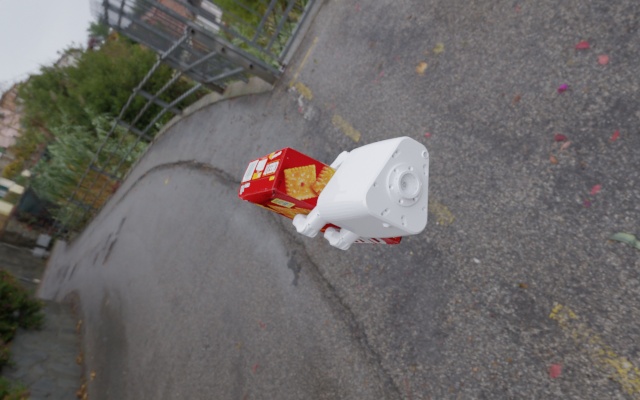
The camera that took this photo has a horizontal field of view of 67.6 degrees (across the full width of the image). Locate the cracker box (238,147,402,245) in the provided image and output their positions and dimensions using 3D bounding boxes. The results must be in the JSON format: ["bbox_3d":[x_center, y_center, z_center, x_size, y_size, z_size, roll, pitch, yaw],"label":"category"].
[{"bbox_3d":[0.000,0.002,0.725,0.214,0.072,0.164,25,-13,-23],"label":"cracker box"}]
